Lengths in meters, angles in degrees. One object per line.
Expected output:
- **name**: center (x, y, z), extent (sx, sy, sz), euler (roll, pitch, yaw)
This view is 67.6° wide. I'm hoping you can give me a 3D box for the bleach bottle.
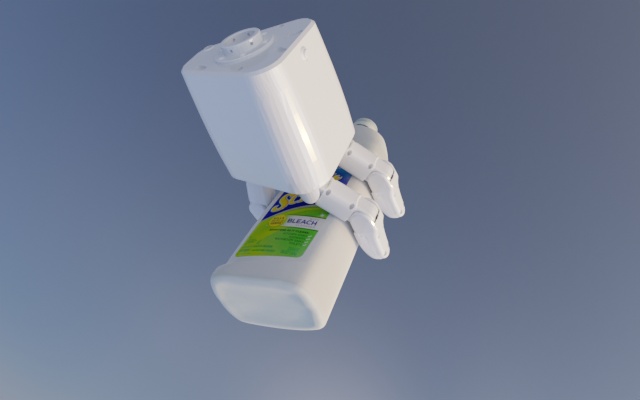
- **bleach bottle**: center (0.000, 0.002, 0.463), extent (0.102, 0.068, 0.250), euler (-1, 41, 28)
